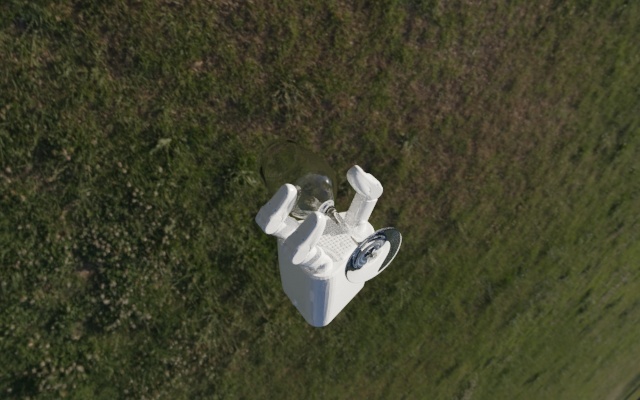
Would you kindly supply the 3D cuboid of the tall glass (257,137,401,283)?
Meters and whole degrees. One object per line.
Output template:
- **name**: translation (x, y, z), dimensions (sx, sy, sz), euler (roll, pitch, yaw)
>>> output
- **tall glass**: translation (0.001, 0.002, 0.556), dimensions (0.079, 0.079, 0.201), euler (0, 35, -43)
